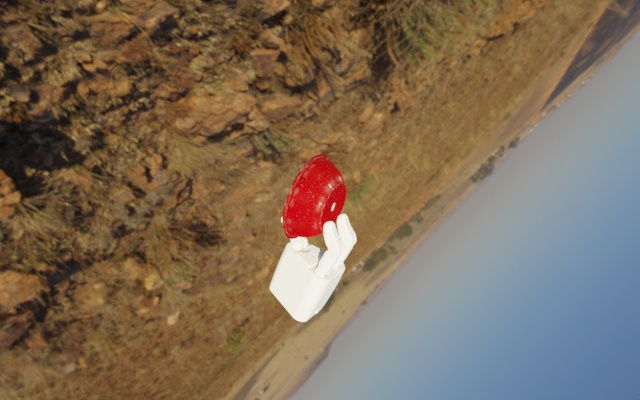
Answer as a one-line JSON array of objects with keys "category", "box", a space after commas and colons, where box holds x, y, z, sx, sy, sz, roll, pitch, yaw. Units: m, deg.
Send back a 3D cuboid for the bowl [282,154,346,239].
[{"category": "bowl", "box": [0.001, 0.002, 0.832, 0.055, 0.162, 0.162, 23, 9, 22]}]
